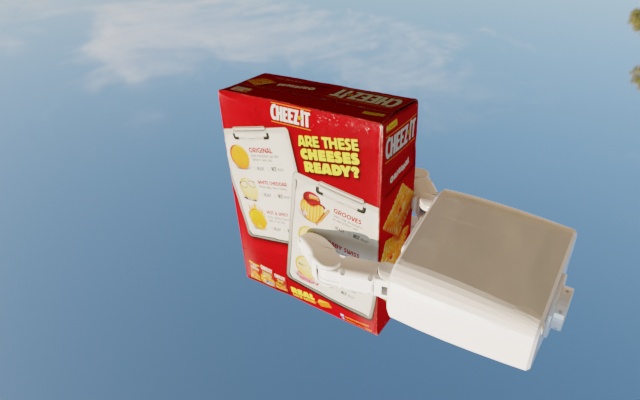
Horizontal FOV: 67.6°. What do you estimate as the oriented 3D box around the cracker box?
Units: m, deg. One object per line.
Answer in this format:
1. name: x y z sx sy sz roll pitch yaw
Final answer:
1. cracker box: 0.000 0.002 0.448 0.164 0.214 0.072 18 37 30
